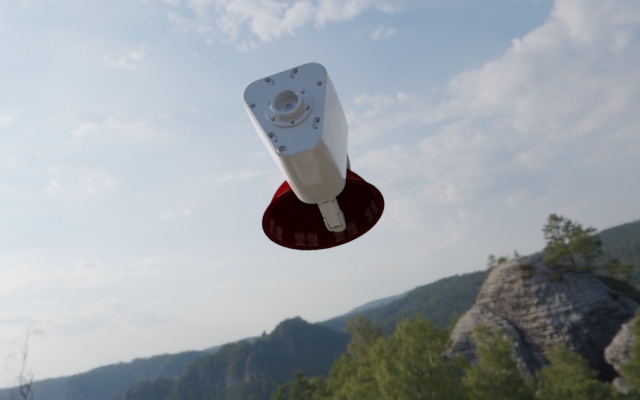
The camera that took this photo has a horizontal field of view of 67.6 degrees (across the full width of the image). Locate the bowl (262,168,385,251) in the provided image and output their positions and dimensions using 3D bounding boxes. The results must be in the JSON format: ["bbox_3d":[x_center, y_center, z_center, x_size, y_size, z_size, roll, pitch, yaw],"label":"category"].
[{"bbox_3d":[0.000,0.003,0.633,0.162,0.055,0.162,-8,-36,-6],"label":"bowl"}]
